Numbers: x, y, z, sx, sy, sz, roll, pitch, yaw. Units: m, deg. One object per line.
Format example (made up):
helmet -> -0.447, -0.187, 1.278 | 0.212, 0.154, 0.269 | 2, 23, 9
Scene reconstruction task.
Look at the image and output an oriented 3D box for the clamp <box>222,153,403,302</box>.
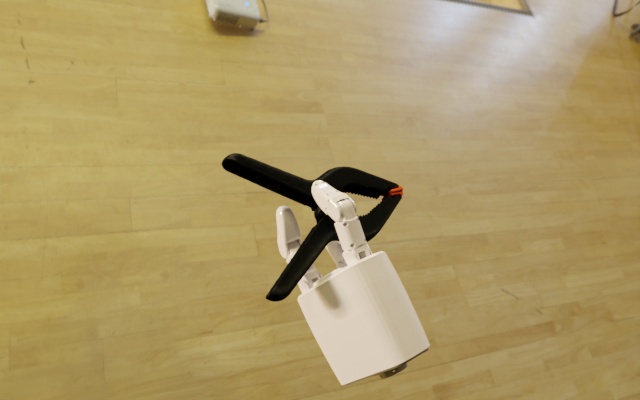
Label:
clamp -> 0.001, 0.001, 0.535 | 0.210, 0.164, 0.036 | -19, -15, -31
